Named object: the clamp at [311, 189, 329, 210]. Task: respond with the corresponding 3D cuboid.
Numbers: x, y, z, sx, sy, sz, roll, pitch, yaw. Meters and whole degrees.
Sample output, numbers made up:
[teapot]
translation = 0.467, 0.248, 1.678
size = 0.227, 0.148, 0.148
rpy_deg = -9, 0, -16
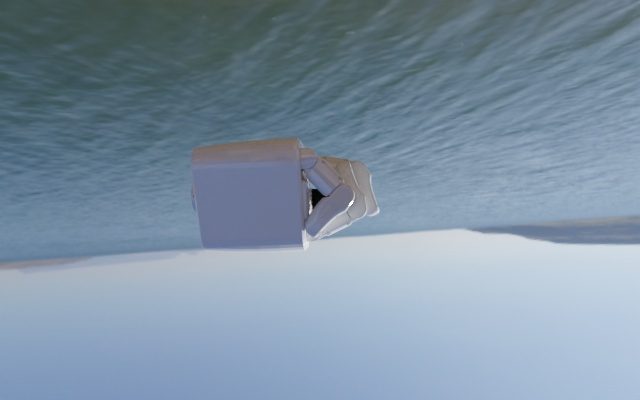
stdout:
[clamp]
translation = 0.000, 0.003, 0.583
size = 0.120, 0.039, 0.171
rpy_deg = -1, -5, 3
